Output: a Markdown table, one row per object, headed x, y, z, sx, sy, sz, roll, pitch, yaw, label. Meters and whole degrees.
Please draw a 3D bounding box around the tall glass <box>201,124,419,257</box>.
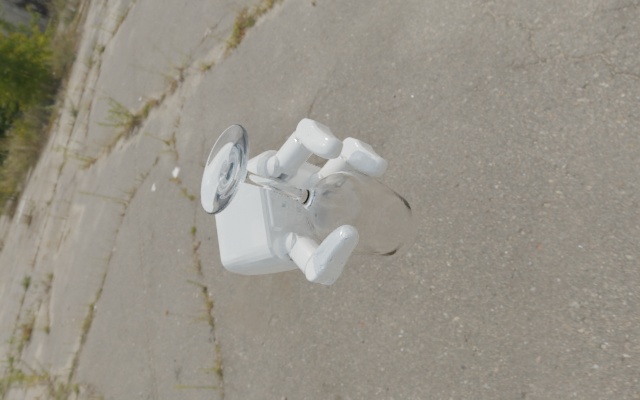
| x | y | z | sx | sy | sz | roll | pitch | yaw | label |
| --- | --- | --- | --- | --- | --- | --- | --- | --- | --- |
| 0.000 | 0.001 | 0.432 | 0.201 | 0.079 | 0.079 | 19 | -11 | -35 | tall glass |
